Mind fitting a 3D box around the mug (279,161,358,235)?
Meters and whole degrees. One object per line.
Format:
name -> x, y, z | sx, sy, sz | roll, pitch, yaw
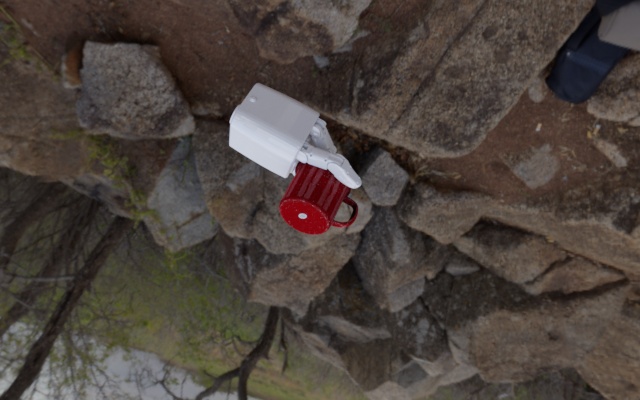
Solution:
mug -> 0.001, 0.003, 0.714 | 0.117, 0.081, 0.093 | 27, -37, -1
